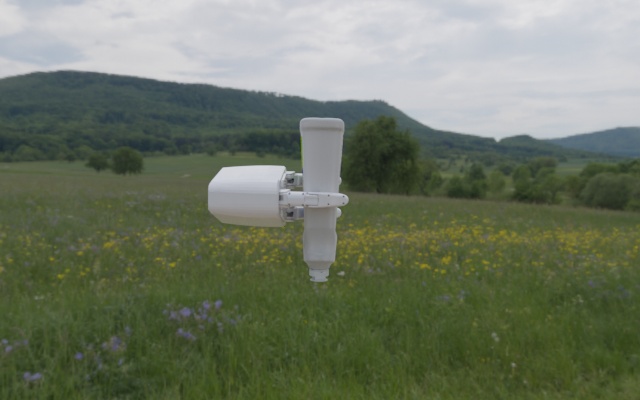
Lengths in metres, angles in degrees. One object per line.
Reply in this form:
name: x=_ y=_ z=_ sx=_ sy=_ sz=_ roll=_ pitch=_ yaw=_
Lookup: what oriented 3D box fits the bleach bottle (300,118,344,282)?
bleach bottle: x=0.000 y=0.002 z=0.748 sx=0.068 sy=0.251 sz=0.102 roll=1 pitch=3 yaw=1
